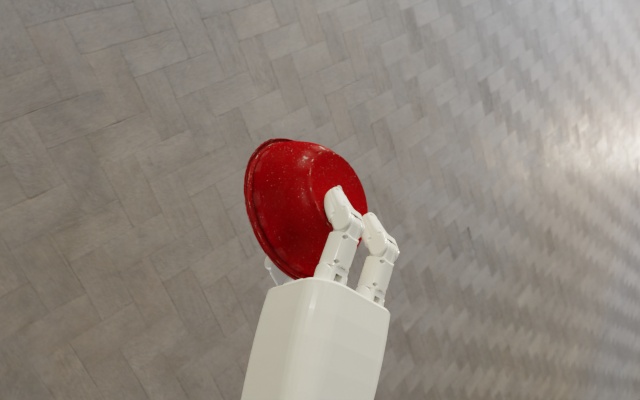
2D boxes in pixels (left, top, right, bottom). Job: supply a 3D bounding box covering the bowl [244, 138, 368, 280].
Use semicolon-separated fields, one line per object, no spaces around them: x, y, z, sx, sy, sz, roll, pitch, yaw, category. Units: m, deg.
0.000;0.000;0.489;0.055;0.162;0.162;-23;-14;35;bowl
